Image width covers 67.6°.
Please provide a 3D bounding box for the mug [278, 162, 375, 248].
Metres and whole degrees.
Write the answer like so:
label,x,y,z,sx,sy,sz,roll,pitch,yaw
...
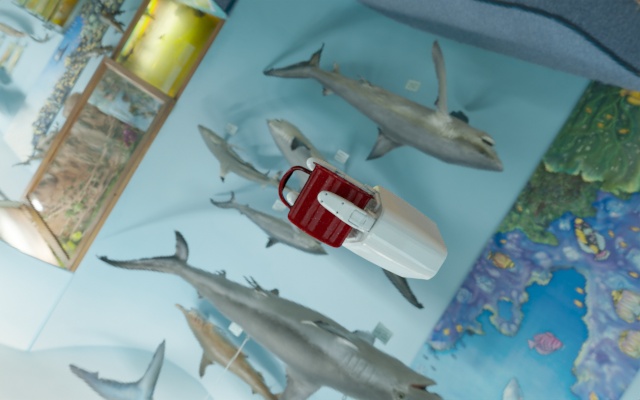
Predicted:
label,x,y,z,sx,sy,sz,roll,pitch,yaw
mug,-0.001,0.001,0.615,0.117,0.081,0.093,30,2,-10
